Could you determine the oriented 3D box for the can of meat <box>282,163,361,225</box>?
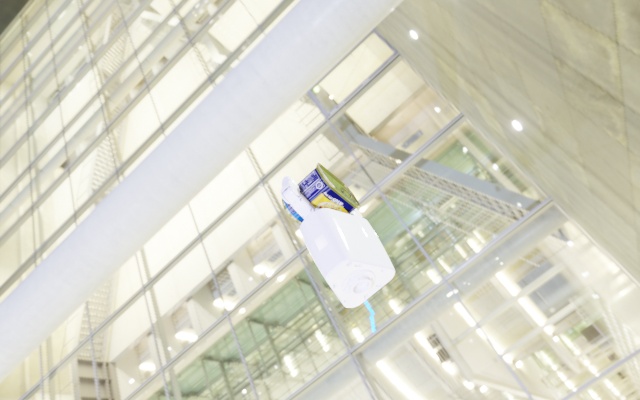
[{"bbox_3d":[0.000,0.003,0.754,0.102,0.084,0.057,36,17,-45],"label":"can of meat"}]
